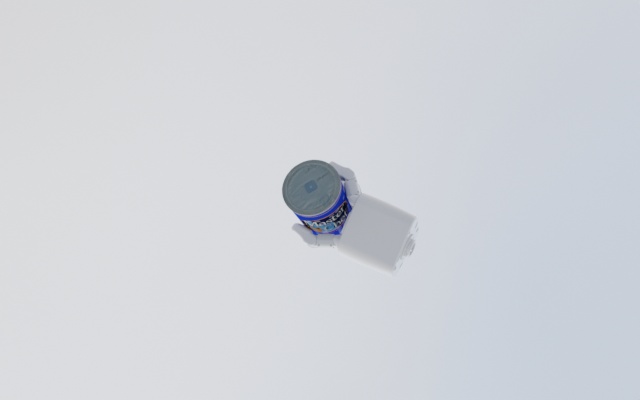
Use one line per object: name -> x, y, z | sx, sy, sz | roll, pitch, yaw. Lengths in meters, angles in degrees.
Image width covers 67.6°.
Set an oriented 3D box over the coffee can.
coffee can -> 0.000, 0.003, 0.864 | 0.103, 0.102, 0.140 | 0, -22, 15
